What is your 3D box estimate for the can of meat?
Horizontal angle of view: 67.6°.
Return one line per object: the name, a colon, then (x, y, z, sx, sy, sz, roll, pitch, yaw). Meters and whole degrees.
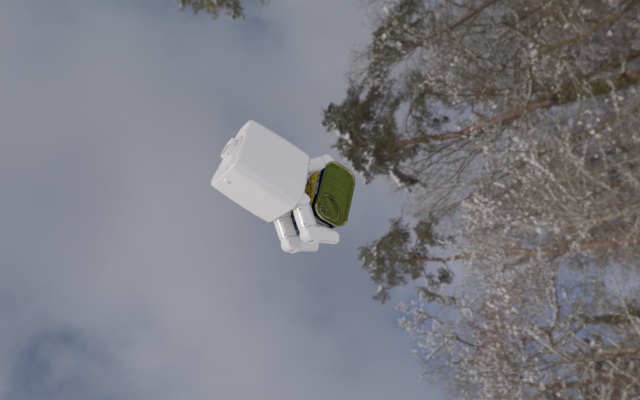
can of meat: (0.000, 0.002, 0.731, 0.057, 0.102, 0.084, 30, -35, -24)
